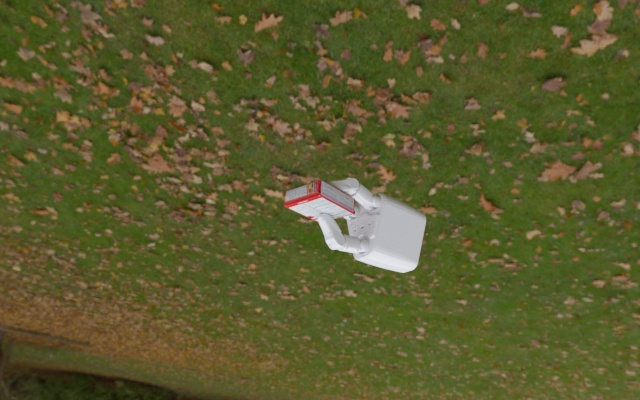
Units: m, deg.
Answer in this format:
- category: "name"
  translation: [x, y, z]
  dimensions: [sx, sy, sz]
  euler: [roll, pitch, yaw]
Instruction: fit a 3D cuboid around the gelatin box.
- category: "gelatin box"
  translation: [0.000, 0.003, 0.743]
  dimensions: [0.073, 0.030, 0.089]
  euler: [-16, -30, 38]
